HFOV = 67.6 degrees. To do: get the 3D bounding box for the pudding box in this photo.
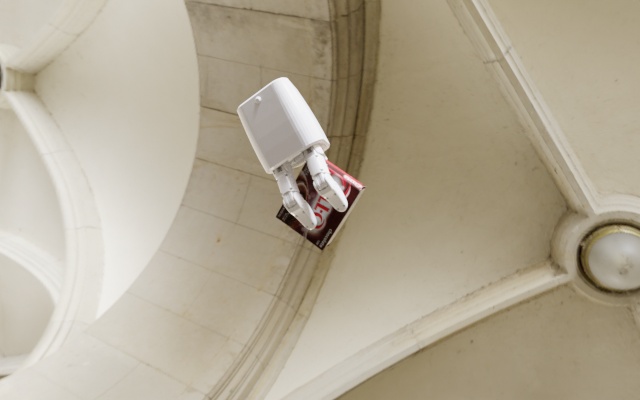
[{"bbox_3d":[0.000,0.002,0.701,0.090,0.113,0.039,35,22,13],"label":"pudding box"}]
